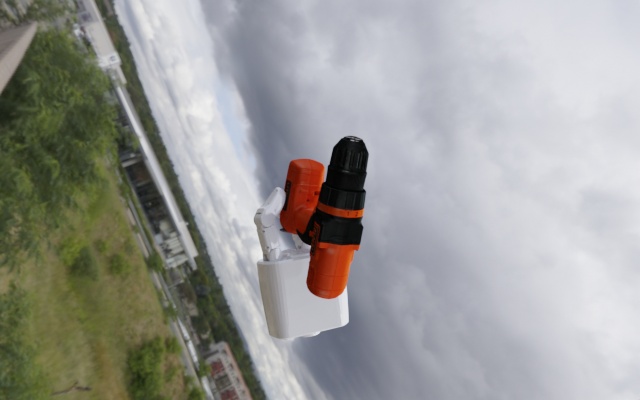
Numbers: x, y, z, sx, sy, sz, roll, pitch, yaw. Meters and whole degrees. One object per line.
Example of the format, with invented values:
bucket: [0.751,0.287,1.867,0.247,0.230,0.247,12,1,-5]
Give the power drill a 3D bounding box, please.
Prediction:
power drill: [0.000,0.002,0.588,0.057,0.184,0.187,8,13,-17]
